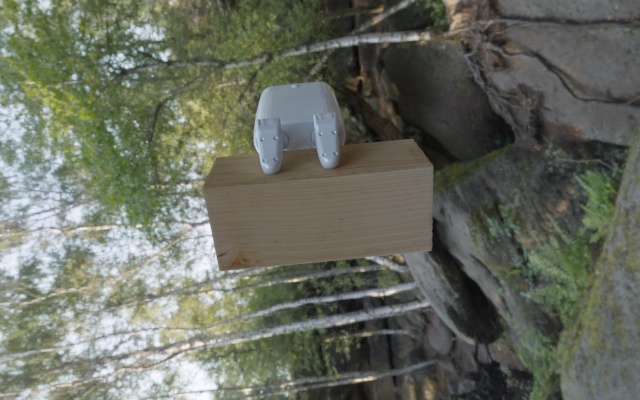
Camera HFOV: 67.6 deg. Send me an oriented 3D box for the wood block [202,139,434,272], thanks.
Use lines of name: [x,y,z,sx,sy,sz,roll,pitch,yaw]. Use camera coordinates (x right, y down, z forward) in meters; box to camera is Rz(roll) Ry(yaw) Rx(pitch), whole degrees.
wood block: [0.000,0.002,0.479,0.206,0.091,0.090,-6,25,-1]
